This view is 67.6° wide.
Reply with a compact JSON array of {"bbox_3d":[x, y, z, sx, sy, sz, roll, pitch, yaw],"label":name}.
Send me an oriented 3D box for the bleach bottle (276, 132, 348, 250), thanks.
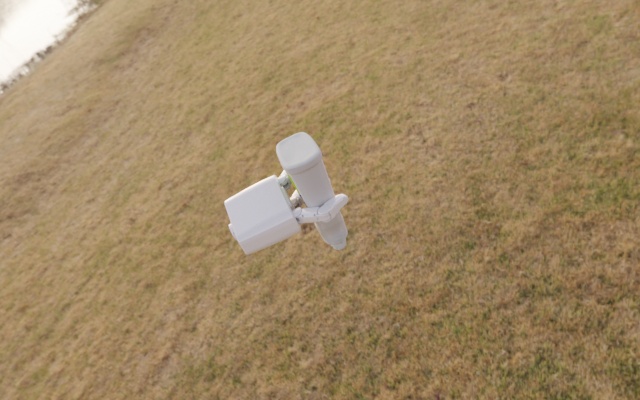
[{"bbox_3d":[0.000,0.003,0.866,0.068,0.251,0.102,-26,38,-2],"label":"bleach bottle"}]
